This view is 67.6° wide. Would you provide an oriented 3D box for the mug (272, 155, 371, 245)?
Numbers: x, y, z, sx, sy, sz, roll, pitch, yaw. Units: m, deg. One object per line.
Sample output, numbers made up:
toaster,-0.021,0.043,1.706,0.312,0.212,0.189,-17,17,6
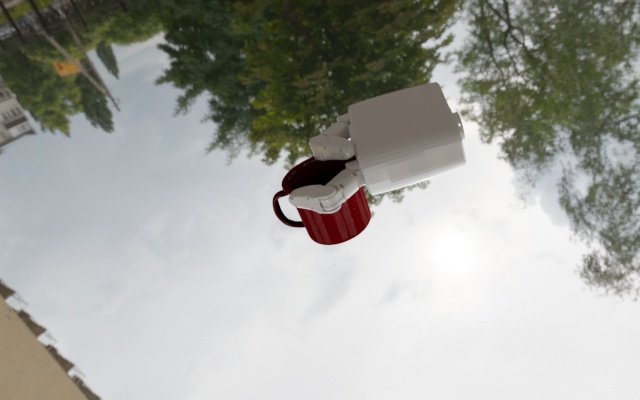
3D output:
mug,-0.001,0.002,0.569,0.117,0.081,0.093,-16,29,12
